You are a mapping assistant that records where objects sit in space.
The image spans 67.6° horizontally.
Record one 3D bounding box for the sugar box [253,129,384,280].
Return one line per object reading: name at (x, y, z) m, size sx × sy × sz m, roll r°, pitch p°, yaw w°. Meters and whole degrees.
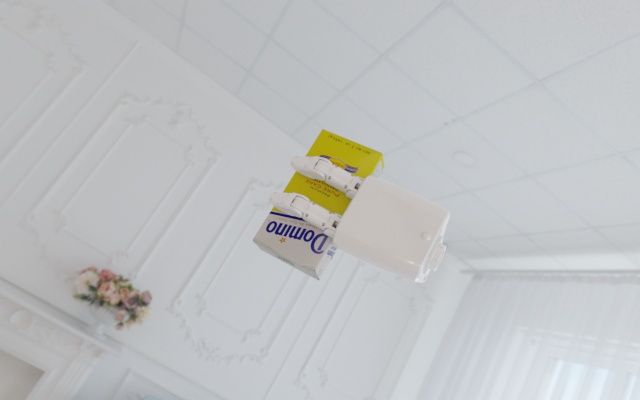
sugar box at (0.000, 0.002, 0.610) m, size 0.093 × 0.176 × 0.048 m, roll 24°, pitch -19°, yaw 20°
